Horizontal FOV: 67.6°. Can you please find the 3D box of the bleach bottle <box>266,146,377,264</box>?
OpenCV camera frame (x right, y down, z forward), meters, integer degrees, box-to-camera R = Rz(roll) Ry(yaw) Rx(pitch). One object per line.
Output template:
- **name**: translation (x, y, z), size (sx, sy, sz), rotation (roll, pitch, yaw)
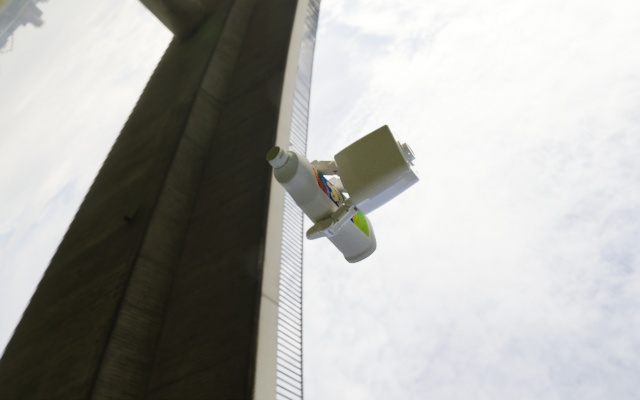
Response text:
- **bleach bottle**: translation (0.000, 0.003, 0.804), size (0.068, 0.102, 0.251), rotation (-31, -51, 19)
